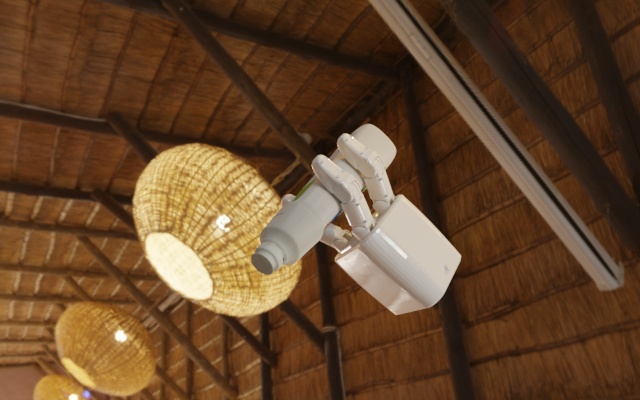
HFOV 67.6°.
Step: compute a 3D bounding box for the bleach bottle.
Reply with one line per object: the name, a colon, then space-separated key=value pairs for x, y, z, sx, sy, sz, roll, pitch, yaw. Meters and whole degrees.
bleach bottle: x=0.000 y=0.002 z=0.571 sx=0.250 sy=0.068 sz=0.103 roll=-47 pitch=1 yaw=-43
